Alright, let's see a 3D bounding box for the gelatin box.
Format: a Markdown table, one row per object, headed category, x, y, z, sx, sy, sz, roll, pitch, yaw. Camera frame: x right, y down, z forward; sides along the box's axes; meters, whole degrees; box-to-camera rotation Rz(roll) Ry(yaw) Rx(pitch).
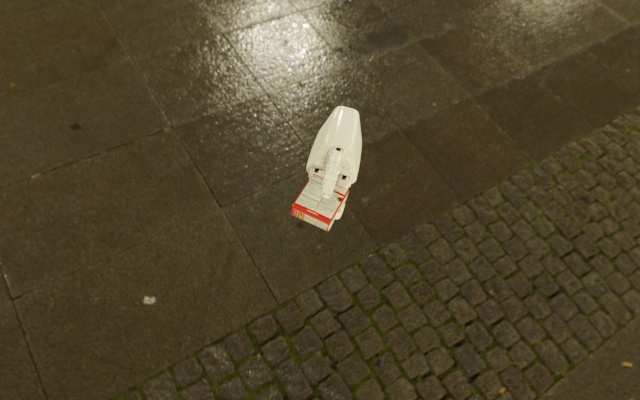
| category | x | y | z | sx | sy | sz | roll | pitch | yaw |
| --- | --- | --- | --- | --- | --- | --- | --- | --- | --- |
| gelatin box | 0.000 | 0.003 | 0.840 | 0.073 | 0.089 | 0.030 | 25 | -40 | 8 |
